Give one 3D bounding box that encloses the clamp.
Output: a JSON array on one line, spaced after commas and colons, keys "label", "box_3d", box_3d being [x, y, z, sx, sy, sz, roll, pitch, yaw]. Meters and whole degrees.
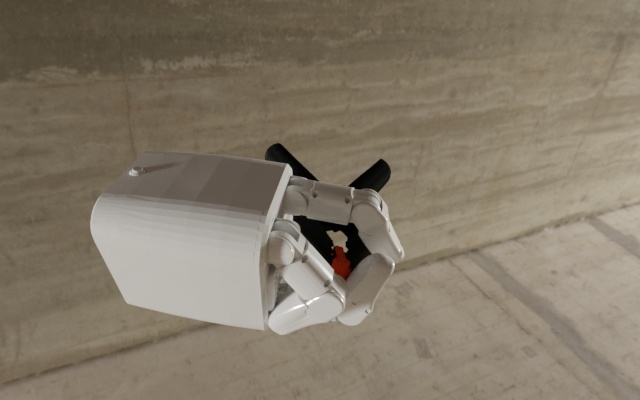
[{"label": "clamp", "box_3d": [0.000, 0.002, 0.402, 0.120, 0.039, 0.171, 8, 32, 3]}]
